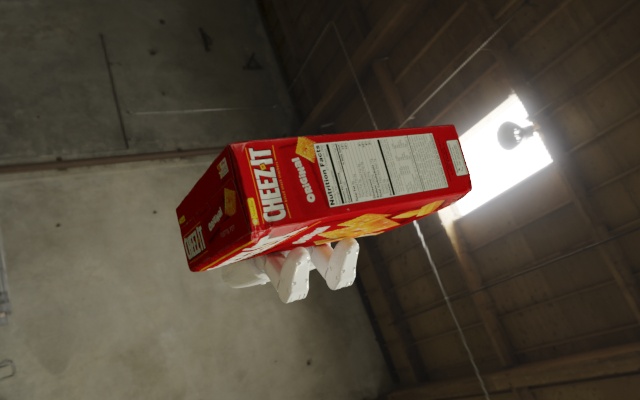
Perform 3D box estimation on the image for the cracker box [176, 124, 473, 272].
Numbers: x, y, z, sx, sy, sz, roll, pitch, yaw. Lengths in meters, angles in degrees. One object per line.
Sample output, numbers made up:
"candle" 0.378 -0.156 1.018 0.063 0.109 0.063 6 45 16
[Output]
"cracker box" 0.000 0.001 0.426 0.213 0.072 0.164 -10 -12 -31
